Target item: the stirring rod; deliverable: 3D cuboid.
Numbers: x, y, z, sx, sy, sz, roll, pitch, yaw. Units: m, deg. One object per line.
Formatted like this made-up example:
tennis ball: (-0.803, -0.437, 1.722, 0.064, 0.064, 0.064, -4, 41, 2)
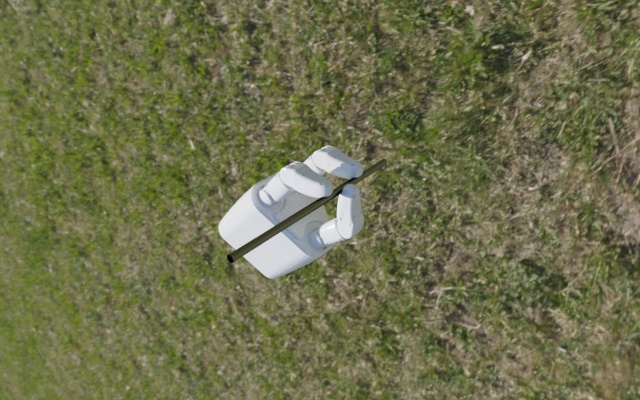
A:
stirring rod: (0.000, 0.002, 0.475, 0.011, 0.011, 0.239, 0, 23, 42)
